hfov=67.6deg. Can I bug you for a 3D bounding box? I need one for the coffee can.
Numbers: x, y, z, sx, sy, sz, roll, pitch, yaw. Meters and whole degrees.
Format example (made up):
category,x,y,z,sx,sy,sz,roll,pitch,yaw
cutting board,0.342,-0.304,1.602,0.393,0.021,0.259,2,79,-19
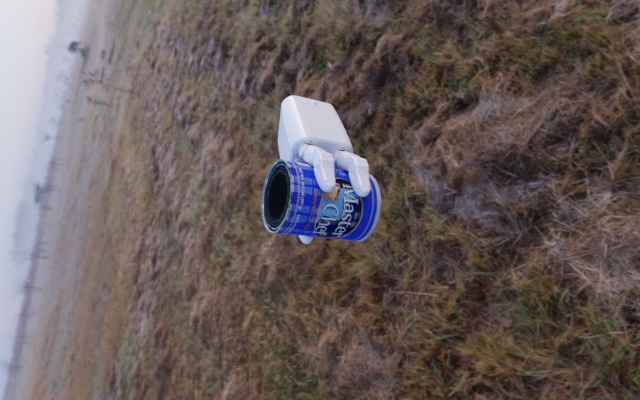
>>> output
category,x,y,z,sx,sy,sz,roll,pitch,yaw
coffee can,0.000,0.002,0.680,0.140,0.103,0.103,7,-4,-28
